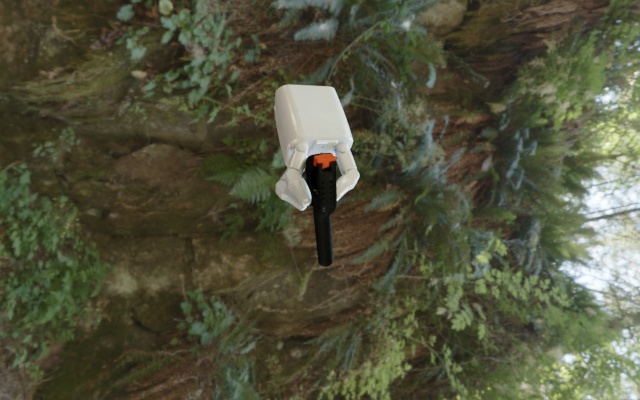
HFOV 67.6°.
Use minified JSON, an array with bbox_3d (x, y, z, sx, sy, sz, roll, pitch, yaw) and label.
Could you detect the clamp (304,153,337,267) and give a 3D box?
[{"bbox_3d":[0.001,0.002,0.731,0.036,0.164,0.210,-12,-21,-12],"label":"clamp"}]
